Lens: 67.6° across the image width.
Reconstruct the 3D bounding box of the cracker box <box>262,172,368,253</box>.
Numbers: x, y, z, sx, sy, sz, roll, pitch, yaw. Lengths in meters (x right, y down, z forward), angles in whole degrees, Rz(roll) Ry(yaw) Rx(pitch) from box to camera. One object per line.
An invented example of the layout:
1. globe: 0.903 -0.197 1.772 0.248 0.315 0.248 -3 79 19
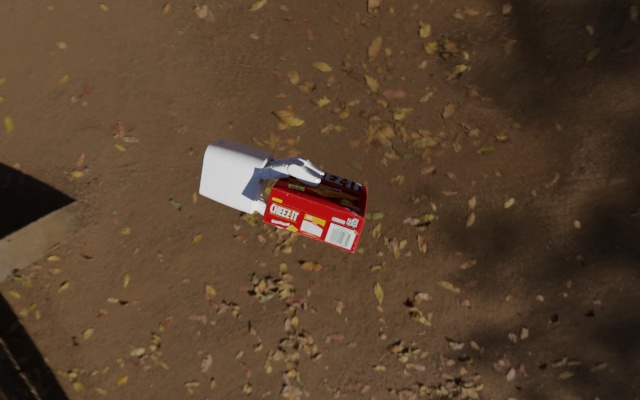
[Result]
1. cracker box: 0.000 0.003 0.875 0.164 0.072 0.213 19 18 1
